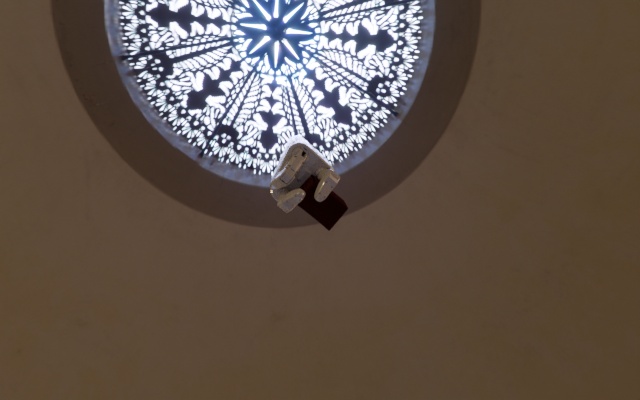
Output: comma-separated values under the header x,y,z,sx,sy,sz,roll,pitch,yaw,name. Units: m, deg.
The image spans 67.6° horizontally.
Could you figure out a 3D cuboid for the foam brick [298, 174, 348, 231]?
x,y,z,sx,sy,sz,roll,pitch,yaw,name
0.000,0.003,0.820,0.078,0.053,0.051,40,8,-15,foam brick
